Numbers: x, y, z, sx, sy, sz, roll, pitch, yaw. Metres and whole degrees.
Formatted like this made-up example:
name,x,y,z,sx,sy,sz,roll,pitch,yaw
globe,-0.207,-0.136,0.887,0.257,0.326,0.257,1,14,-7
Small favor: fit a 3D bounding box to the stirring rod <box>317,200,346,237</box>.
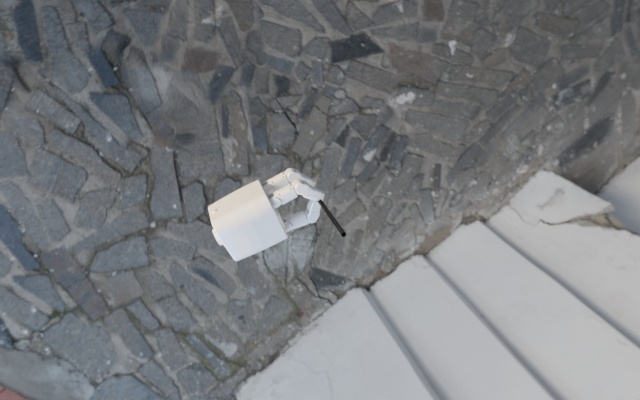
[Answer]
name,x,y,z,sx,sy,sz,roll,pitch,yaw
stirring rod,0.000,0.003,0.839,0.011,0.011,0.239,0,25,-19
